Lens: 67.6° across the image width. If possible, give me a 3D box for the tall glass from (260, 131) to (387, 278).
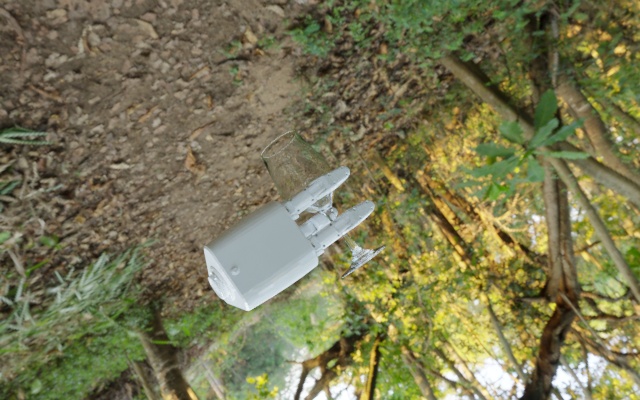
[{"bbox_3d":[0.001,0.003,0.651,0.079,0.201,0.079,-36,-6,-4],"label":"tall glass"}]
